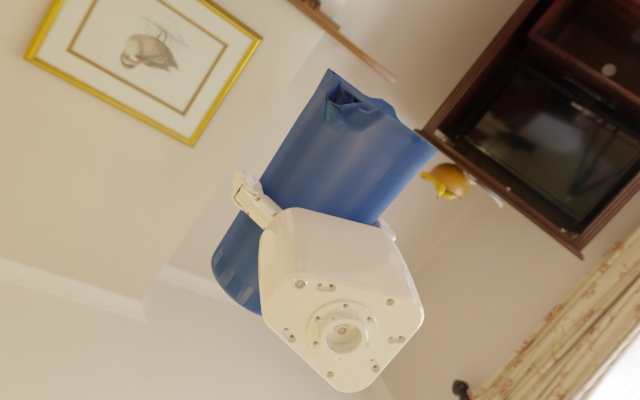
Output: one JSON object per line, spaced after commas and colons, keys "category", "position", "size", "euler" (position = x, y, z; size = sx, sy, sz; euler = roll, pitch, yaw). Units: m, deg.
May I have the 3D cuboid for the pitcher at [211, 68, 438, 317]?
{"category": "pitcher", "position": [0.000, 0.002, 0.498], "size": [0.149, 0.243, 0.145], "euler": [32, 15, -19]}
